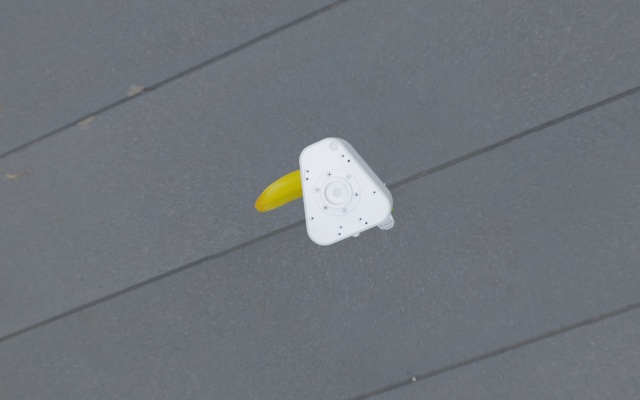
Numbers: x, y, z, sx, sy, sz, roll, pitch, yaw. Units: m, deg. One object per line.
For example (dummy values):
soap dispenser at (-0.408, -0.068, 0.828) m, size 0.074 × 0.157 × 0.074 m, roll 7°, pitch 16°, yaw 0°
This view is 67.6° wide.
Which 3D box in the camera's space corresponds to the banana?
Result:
banana at (0.004, -0.016, 0.669) m, size 0.198 × 0.069 × 0.037 m, roll 1°, pitch 7°, yaw 6°
